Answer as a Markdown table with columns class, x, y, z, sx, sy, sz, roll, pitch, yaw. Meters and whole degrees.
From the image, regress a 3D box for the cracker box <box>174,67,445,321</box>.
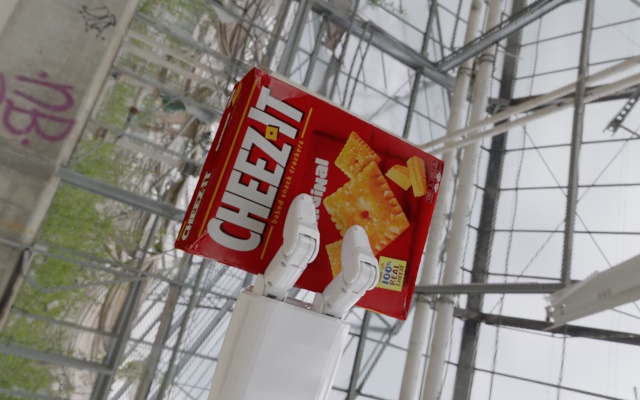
| class | x | y | z | sx | sy | sz | roll | pitch | yaw |
| --- | --- | --- | --- | --- | --- | --- | --- | --- | --- |
| cracker box | 0.000 | 0.002 | 0.442 | 0.214 | 0.164 | 0.072 | 22 | -12 | -22 |
